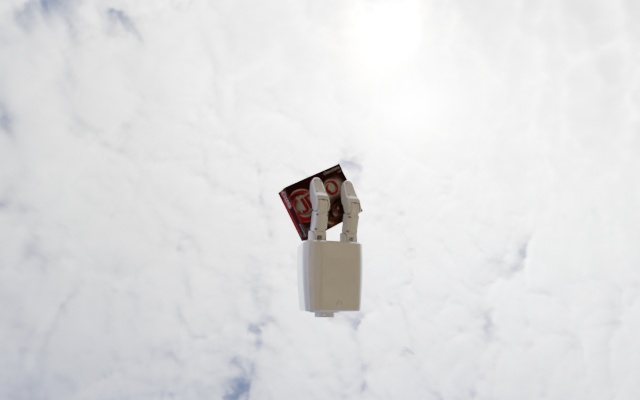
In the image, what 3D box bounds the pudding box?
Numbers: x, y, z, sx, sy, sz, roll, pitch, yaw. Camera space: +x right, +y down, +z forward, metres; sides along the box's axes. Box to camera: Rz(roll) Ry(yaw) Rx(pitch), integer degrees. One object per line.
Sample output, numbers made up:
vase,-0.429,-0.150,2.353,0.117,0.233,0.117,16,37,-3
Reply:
pudding box,0.000,0.003,0.774,0.113,0.090,0.039,-26,-1,-29
